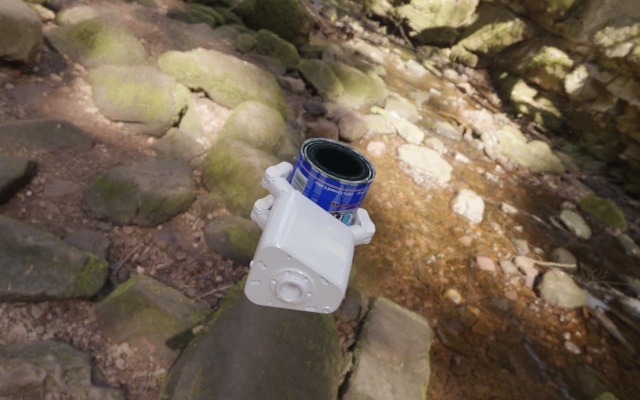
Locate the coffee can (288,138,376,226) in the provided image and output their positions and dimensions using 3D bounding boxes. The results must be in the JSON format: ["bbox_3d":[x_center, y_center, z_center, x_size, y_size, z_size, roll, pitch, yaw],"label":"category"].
[{"bbox_3d":[0.000,0.002,0.644,0.103,0.140,0.102,16,33,-11],"label":"coffee can"}]
